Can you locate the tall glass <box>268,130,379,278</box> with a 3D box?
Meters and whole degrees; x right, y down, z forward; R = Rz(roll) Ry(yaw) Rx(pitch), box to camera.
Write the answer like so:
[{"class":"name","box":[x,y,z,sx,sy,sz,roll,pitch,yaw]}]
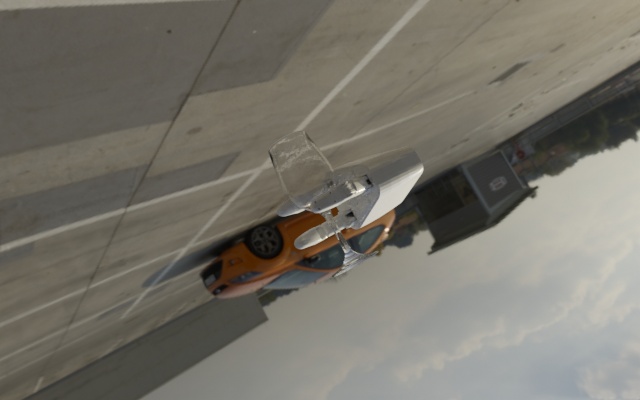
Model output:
[{"class":"tall glass","box":[0.000,0.003,0.672,0.079,0.201,0.079,-29,-6,-4]}]
